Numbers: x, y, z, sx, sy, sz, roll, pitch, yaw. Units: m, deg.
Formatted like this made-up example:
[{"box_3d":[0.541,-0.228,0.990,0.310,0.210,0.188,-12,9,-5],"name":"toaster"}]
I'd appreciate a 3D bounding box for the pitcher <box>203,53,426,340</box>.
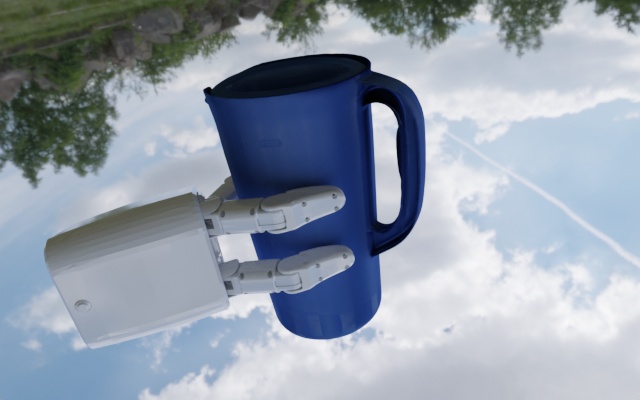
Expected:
[{"box_3d":[0.000,0.001,0.421,0.145,0.243,0.149,-18,28,-15],"name":"pitcher"}]
